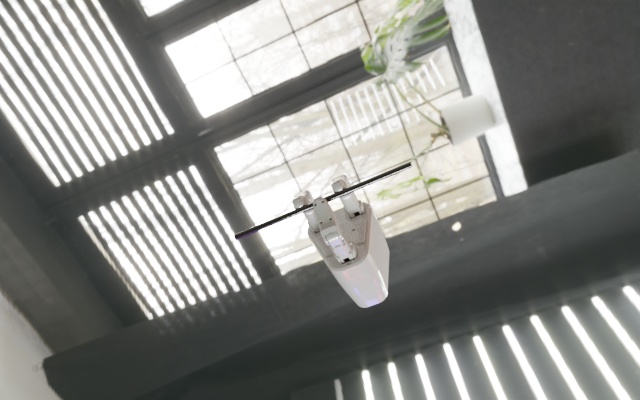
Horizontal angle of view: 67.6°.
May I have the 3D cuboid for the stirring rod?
[{"bbox_3d":[0.000,0.002,0.595,0.239,0.011,0.011,-23,-4,9],"label":"stirring rod"}]
